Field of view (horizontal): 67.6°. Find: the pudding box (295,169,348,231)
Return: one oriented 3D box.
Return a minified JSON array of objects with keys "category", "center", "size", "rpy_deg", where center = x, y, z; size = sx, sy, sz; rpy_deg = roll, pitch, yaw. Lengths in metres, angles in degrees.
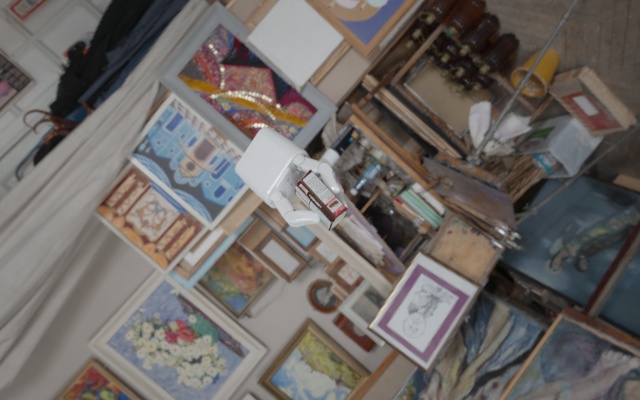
[{"category":"pudding box","center":[0.000,0.003,0.806],"size":[0.039,0.090,0.113],"rpy_deg":[-43,-6,-7]}]
